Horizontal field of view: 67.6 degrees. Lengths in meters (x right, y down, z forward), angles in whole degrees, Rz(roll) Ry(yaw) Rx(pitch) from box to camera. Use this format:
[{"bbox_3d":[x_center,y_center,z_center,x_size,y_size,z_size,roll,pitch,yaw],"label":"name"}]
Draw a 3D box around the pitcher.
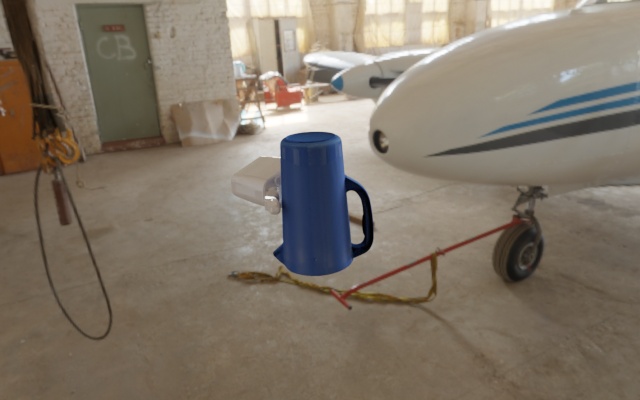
[{"bbox_3d":[0.000,0.003,0.864,0.145,0.243,0.149,15,26,42],"label":"pitcher"}]
